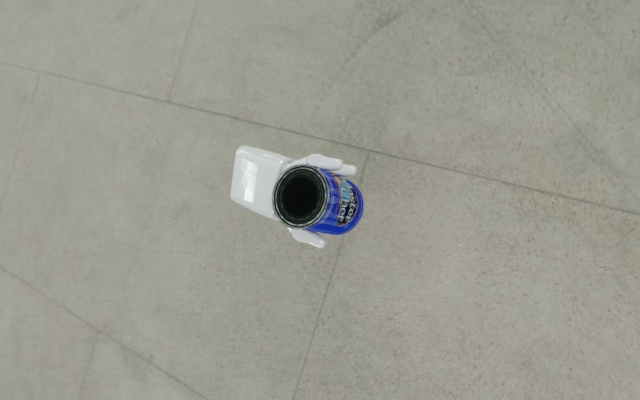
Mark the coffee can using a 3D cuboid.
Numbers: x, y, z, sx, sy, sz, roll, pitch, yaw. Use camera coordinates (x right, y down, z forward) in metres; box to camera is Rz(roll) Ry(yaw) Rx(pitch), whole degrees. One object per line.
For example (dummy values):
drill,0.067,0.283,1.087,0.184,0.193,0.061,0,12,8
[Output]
coffee can,0.000,0.003,0.792,0.103,0.103,0.140,0,-7,28
